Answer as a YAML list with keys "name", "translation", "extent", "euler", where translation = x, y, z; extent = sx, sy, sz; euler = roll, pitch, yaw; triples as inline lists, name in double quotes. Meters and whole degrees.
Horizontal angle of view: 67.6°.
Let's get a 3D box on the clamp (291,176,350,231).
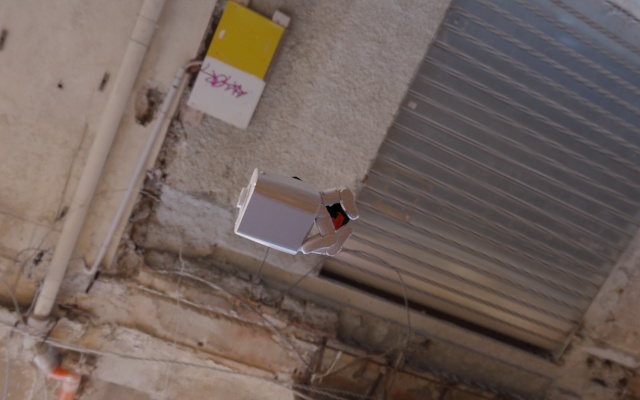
- name: "clamp"
  translation: [0.000, 0.003, 0.858]
  extent: [0.120, 0.039, 0.171]
  euler: [17, 13, -11]
